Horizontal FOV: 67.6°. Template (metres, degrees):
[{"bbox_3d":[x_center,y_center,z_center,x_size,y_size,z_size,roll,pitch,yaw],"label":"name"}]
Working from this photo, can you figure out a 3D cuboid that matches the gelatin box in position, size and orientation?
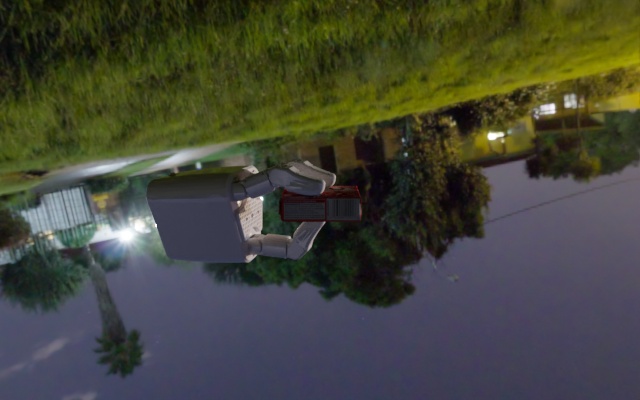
[{"bbox_3d":[0.000,0.002,0.544,0.089,0.030,0.073,0,11,1],"label":"gelatin box"}]
